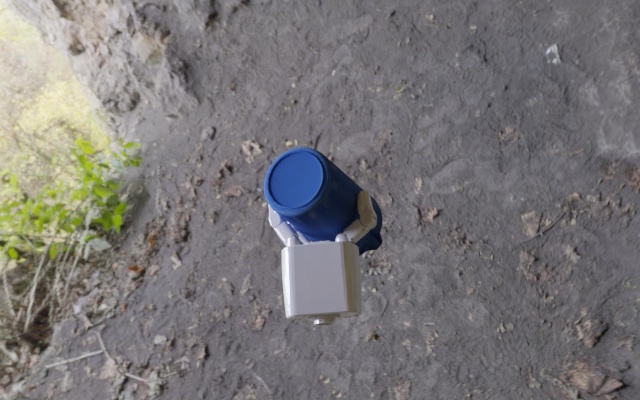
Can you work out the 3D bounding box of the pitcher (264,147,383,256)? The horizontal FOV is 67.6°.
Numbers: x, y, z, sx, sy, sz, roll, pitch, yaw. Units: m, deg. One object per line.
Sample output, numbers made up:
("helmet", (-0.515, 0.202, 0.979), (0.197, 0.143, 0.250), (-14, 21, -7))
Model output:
("pitcher", (0.000, 0.003, 0.787), (0.149, 0.145, 0.243), (-12, -23, 19))
